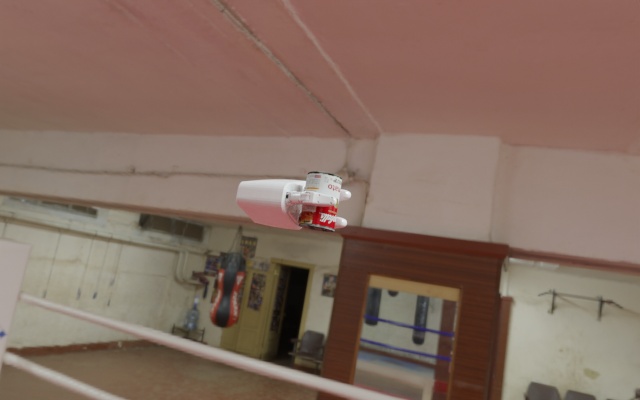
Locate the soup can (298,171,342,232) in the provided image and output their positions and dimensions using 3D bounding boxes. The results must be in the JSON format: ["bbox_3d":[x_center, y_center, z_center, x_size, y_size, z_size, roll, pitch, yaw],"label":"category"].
[{"bbox_3d":[0.001,0.003,0.895,0.068,0.102,0.068,9,-9,2],"label":"soup can"}]
